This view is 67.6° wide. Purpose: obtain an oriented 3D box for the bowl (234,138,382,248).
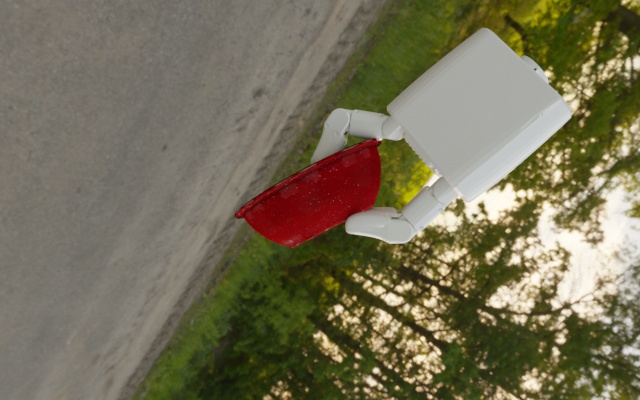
[{"bbox_3d":[-0.001,0.002,0.468,0.162,0.055,0.162,-27,-3,-2],"label":"bowl"}]
